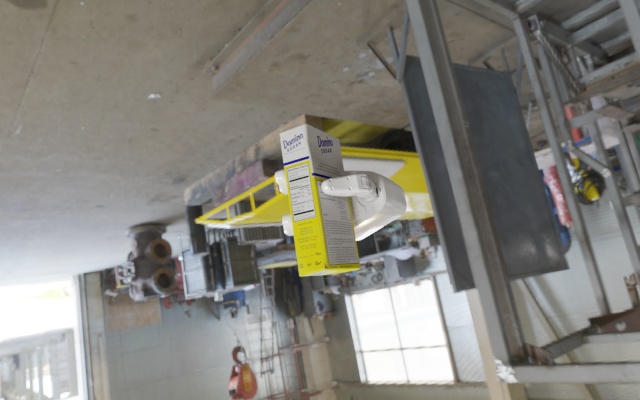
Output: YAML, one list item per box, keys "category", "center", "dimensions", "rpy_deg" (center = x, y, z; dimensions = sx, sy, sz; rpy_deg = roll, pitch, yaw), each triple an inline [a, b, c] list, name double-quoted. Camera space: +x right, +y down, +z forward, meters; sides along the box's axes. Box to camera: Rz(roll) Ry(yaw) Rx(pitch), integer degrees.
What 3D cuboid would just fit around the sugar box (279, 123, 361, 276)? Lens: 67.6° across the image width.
- category: "sugar box"
  center: [0.000, 0.002, 0.591]
  dimensions: [0.048, 0.176, 0.093]
  rpy_deg: [-17, -14, 26]
